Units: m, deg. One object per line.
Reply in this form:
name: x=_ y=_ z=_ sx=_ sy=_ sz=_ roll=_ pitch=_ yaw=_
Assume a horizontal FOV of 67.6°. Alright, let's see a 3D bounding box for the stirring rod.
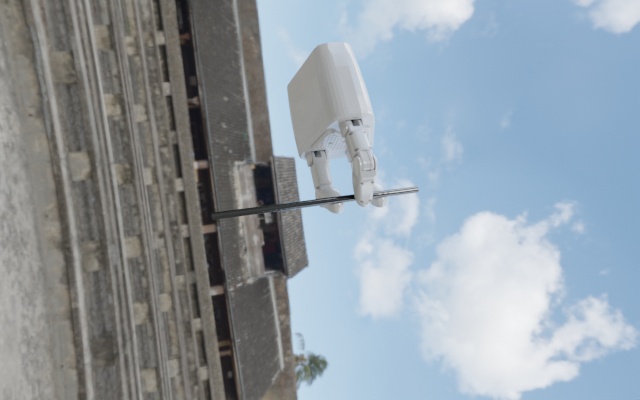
stirring rod: x=0.000 y=0.002 z=0.535 sx=0.239 sy=0.011 sz=0.011 roll=-7 pitch=2 yaw=-16
